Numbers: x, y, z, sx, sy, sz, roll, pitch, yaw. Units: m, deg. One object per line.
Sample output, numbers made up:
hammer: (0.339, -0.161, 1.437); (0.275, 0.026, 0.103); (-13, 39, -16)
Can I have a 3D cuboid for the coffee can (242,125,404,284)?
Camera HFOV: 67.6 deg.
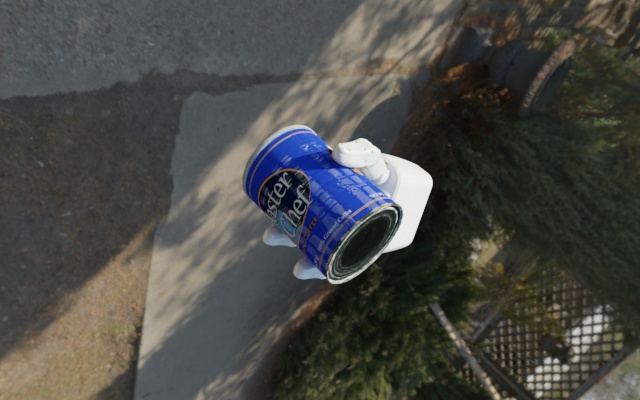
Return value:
coffee can: (0.000, 0.001, 0.497); (0.140, 0.103, 0.103); (43, 24, 28)
